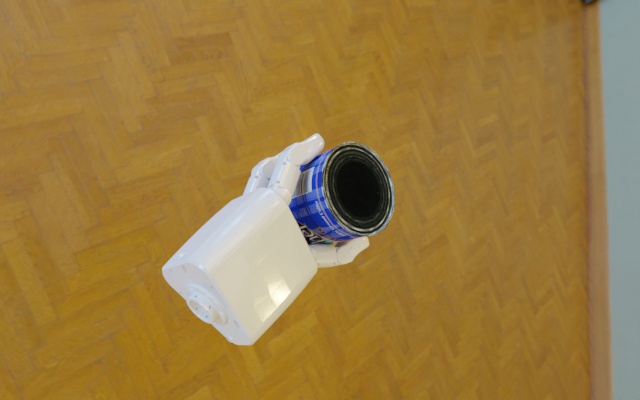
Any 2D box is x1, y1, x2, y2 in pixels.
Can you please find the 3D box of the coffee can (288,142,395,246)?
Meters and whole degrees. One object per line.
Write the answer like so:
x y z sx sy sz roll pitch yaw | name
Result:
0.000 0.002 0.553 0.103 0.103 0.140 0 -12 -39 | coffee can
